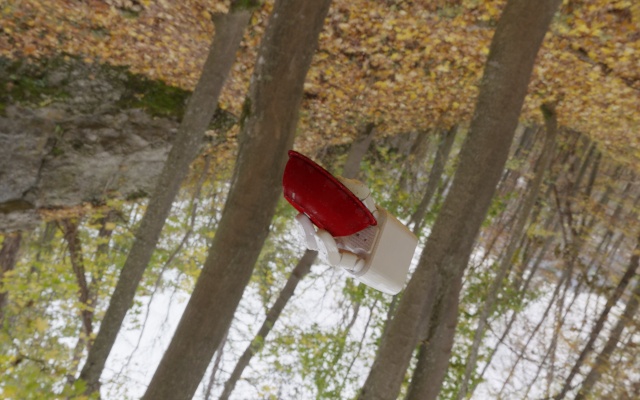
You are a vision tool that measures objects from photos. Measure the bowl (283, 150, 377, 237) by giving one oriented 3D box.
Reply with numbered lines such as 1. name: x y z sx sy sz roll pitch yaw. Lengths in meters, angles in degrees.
1. bowl: -0.001 0.002 0.669 0.162 0.055 0.162 40 -7 6
